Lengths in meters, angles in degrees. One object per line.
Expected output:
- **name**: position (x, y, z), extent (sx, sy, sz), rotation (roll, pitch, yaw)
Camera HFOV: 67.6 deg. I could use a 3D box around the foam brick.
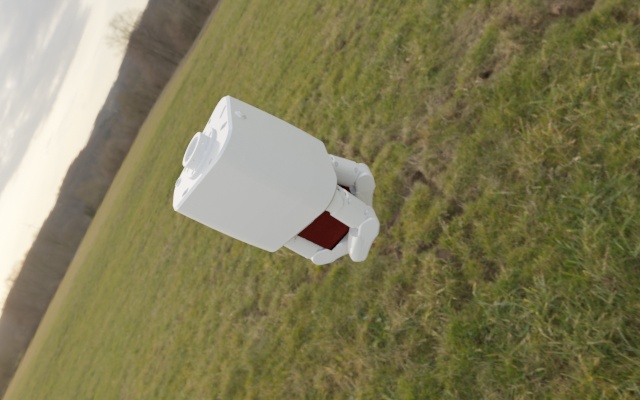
- **foam brick**: position (0.000, 0.002, 0.493), extent (0.051, 0.053, 0.078), rotation (27, 25, -28)
